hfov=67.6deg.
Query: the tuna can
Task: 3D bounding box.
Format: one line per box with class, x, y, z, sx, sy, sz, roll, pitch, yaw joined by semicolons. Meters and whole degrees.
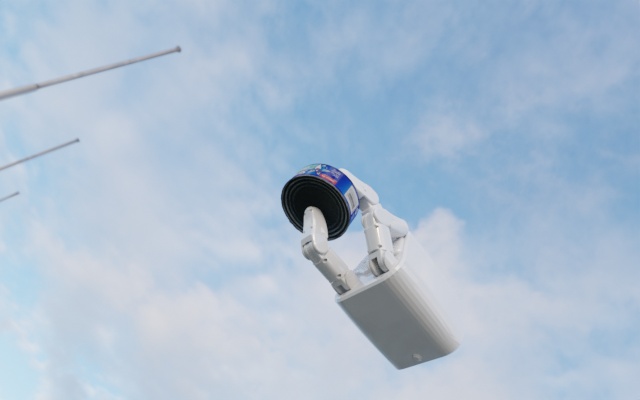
tuna can;0.000;0.001;0.542;0.086;0.086;0.033;0;31;31
